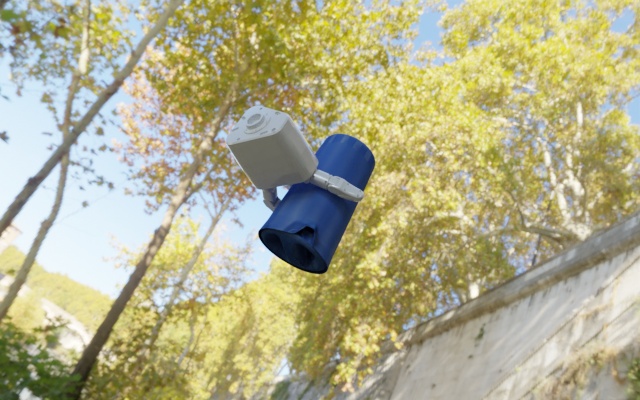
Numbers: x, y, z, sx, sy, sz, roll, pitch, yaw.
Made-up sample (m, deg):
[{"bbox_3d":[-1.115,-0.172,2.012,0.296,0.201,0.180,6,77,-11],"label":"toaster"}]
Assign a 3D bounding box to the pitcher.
[{"bbox_3d":[0.000,0.003,0.862,0.149,0.242,0.145,8,-35,37],"label":"pitcher"}]
